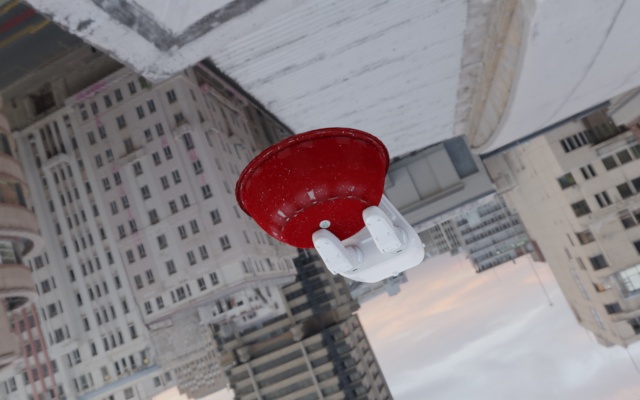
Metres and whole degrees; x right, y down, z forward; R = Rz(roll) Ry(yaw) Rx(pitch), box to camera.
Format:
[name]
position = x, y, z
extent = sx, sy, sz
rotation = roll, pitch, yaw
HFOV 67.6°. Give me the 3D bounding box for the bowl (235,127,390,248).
[bowl]
position = -0.001, 0.002, 0.473
extent = 0.162, 0.055, 0.162
rotation = -12, -32, -8
